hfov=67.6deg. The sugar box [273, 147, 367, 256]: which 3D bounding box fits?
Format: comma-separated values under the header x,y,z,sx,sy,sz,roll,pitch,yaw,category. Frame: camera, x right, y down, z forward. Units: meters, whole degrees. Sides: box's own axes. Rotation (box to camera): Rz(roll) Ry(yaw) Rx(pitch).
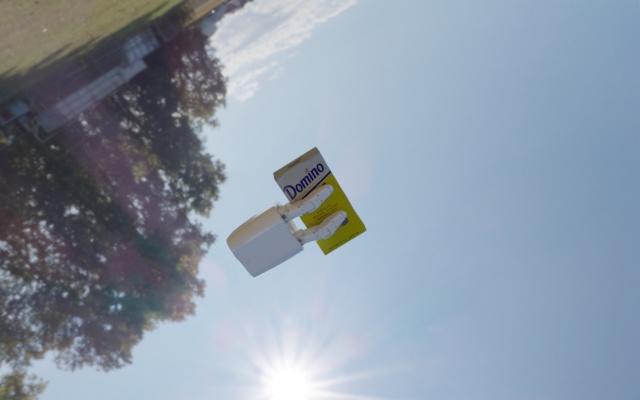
x,y,z,sx,sy,sz,roll,pitch,yaw,category
0.000,0.003,0.852,0.093,0.176,0.048,-32,24,3,sugar box
